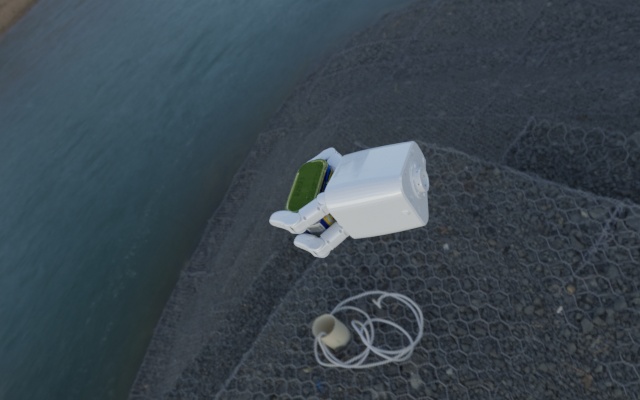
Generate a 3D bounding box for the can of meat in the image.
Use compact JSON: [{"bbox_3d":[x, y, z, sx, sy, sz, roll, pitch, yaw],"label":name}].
[{"bbox_3d":[0.000,0.002,0.698,0.057,0.102,0.084,-8,-40,33],"label":"can of meat"}]
